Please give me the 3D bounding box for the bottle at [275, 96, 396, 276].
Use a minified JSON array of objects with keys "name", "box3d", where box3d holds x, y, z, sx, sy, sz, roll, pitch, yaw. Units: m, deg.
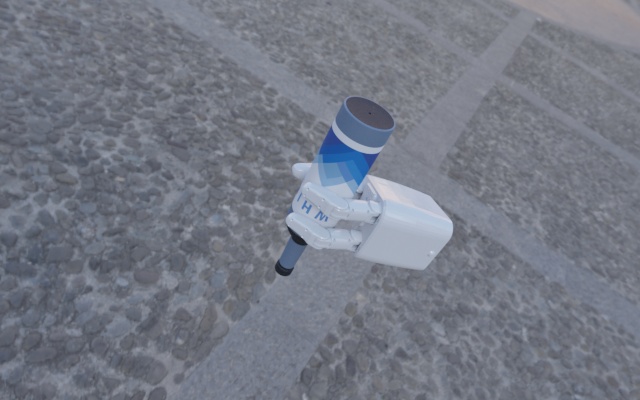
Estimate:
[{"name":"bottle","box3d":[0.000,0.002,0.636,0.069,0.069,0.296,0,-44,-33]}]
